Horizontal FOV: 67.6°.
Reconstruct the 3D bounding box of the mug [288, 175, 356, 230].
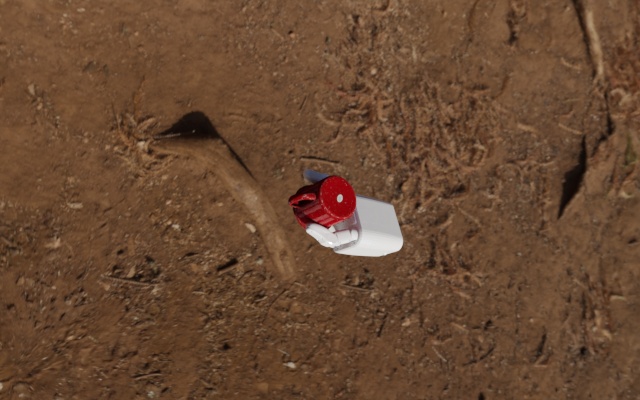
[{"bbox_3d":[-0.001,0.002,0.843,0.117,0.093,0.081,11,-22,-32],"label":"mug"}]
